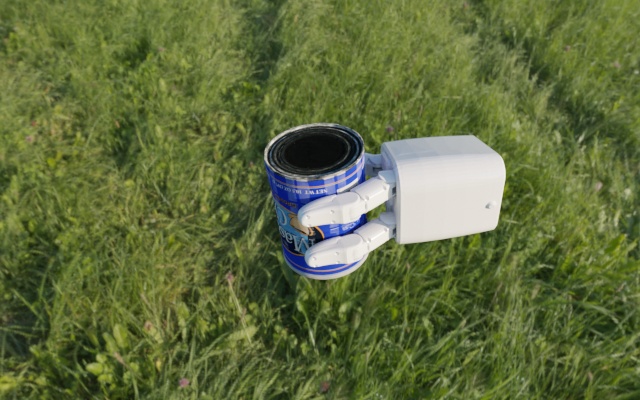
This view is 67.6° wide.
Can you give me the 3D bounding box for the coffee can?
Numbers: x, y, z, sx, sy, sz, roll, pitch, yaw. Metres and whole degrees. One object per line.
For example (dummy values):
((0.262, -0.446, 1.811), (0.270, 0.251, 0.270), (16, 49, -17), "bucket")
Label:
((0.000, 0.002, 0.523), (0.103, 0.140, 0.102), (-4, 39, 4), "coffee can")
